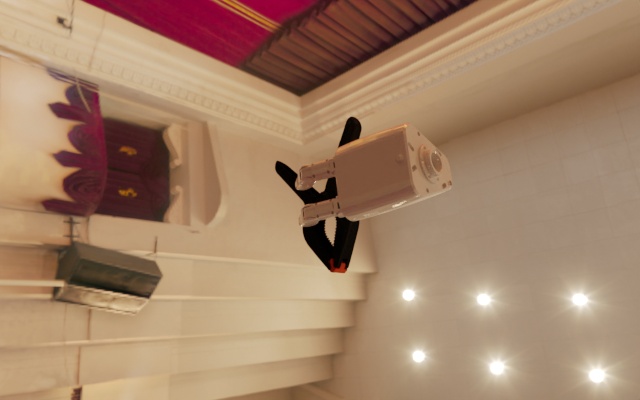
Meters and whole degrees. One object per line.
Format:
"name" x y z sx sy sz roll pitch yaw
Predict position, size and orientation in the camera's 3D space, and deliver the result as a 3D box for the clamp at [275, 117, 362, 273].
"clamp" 0.001 0.003 0.684 0.164 0.210 0.036 -19 -21 39
